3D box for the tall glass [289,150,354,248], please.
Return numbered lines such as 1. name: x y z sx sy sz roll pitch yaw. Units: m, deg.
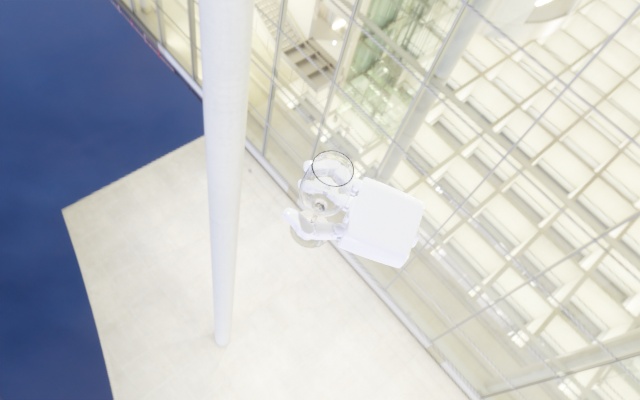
1. tall glass: 0.000 0.003 0.758 0.079 0.079 0.201 0 -29 -12
